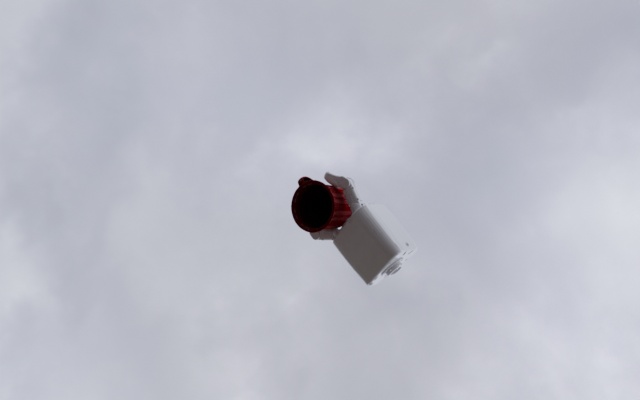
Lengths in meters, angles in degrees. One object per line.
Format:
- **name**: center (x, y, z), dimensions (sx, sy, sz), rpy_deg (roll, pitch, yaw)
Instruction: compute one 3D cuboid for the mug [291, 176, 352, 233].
- **mug**: center (-0.001, 0.002, 0.880), dimensions (0.093, 0.117, 0.081), rpy_deg (-47, -24, 22)
